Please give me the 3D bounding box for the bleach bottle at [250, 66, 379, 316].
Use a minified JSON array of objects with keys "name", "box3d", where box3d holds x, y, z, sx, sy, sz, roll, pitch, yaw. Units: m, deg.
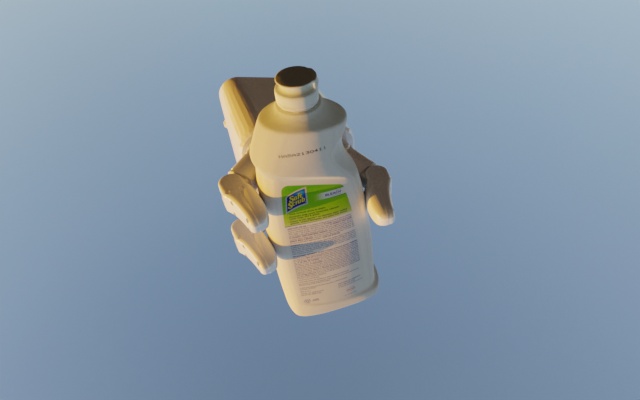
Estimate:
[{"name":"bleach bottle","box3d":[0.000,0.001,0.414,0.102,0.251,0.068,-16,46,-10]}]
